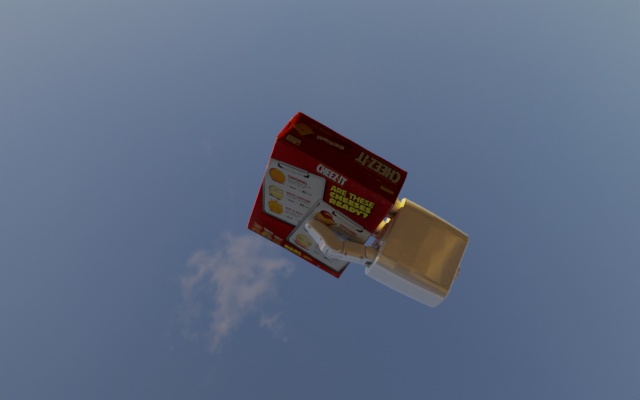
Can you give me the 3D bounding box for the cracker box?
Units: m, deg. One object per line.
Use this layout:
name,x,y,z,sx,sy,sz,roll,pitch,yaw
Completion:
cracker box,0.000,0.002,0.667,0.164,0.072,0.214,29,-39,1
